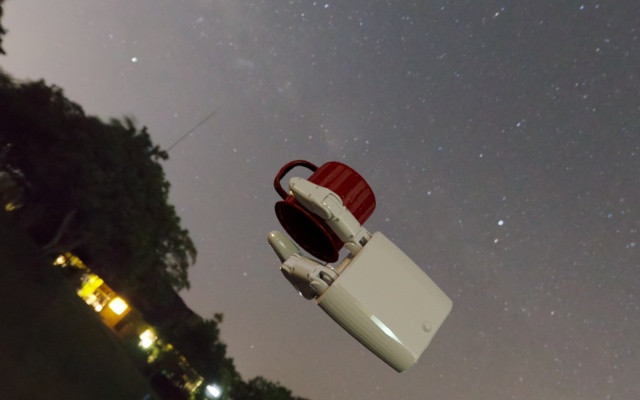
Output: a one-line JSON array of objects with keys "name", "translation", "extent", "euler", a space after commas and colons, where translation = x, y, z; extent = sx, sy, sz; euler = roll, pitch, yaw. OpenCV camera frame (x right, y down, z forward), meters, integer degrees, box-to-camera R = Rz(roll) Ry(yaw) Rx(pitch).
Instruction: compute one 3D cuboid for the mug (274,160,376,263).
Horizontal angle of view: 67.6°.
[{"name": "mug", "translation": [-0.001, 0.001, 0.543], "extent": [0.081, 0.117, 0.093], "euler": [-46, -4, -24]}]
